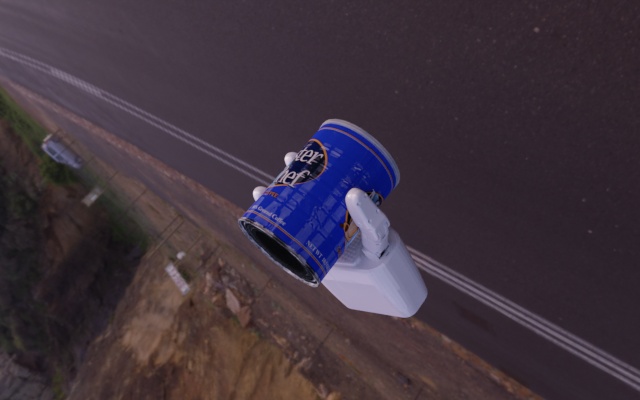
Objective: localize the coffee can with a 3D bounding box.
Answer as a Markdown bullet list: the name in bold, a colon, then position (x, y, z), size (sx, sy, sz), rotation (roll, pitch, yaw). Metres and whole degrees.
- **coffee can**: position (0.000, 0.001, 0.489), size (0.103, 0.140, 0.103), rotation (35, -19, 14)
